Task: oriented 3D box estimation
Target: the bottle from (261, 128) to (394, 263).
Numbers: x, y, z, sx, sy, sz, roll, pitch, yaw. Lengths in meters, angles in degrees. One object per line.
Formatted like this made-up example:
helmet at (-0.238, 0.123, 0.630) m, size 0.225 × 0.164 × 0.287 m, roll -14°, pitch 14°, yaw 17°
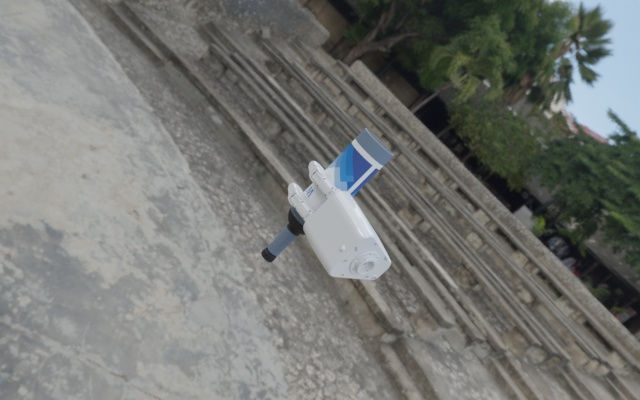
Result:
bottle at (0.000, 0.003, 0.840) m, size 0.296 × 0.069 × 0.069 m, roll -46°, pitch -15°, yaw 15°
